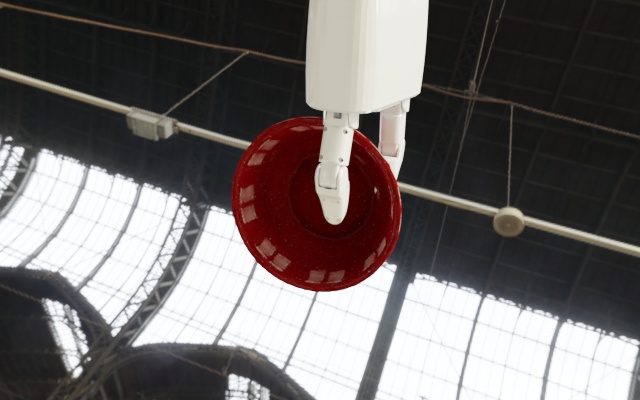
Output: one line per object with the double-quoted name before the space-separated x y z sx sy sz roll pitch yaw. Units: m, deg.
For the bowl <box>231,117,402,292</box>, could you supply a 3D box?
"bowl" 0.000 0.003 0.450 0.162 0.162 0.055 0 12 20
